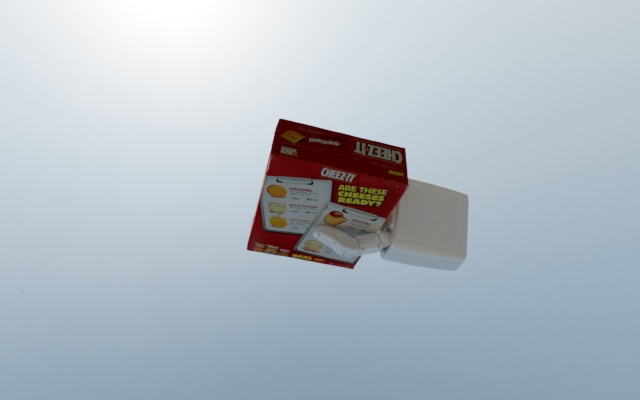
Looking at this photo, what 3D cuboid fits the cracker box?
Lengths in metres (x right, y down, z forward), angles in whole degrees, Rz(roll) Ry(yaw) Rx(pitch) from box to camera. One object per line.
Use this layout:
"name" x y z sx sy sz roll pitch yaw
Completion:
"cracker box" 0.000 0.002 0.636 0.164 0.072 0.214 12 -38 -9
